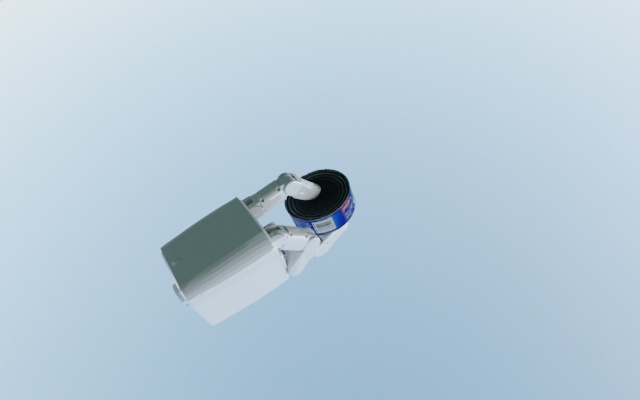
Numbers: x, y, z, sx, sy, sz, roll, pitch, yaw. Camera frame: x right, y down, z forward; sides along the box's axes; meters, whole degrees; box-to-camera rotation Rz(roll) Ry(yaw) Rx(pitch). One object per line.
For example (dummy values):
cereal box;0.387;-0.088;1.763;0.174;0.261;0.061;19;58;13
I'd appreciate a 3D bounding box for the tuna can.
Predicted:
tuna can;0.000;0.002;0.603;0.086;0.086;0.034;0;-41;24
